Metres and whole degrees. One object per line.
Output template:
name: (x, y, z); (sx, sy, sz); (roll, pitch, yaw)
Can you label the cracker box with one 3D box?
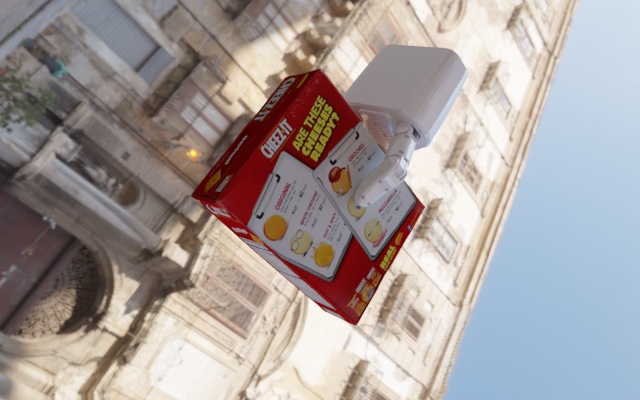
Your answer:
cracker box: (0.000, 0.002, 0.499); (0.072, 0.164, 0.214); (7, -33, 52)
